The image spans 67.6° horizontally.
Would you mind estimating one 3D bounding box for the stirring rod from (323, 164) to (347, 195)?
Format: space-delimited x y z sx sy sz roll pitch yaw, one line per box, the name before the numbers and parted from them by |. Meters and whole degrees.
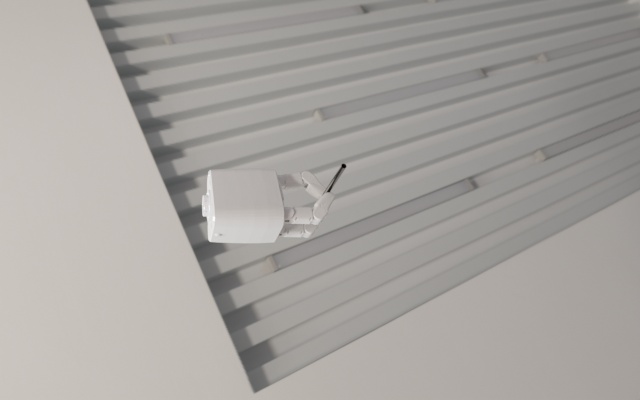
stirring rod | 0.000 0.003 0.795 0.011 0.011 0.240 0 -26 -18
